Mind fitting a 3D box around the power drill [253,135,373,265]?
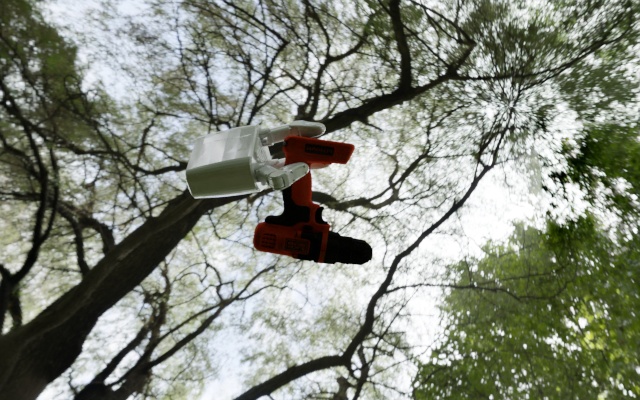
[{"bbox_3d":[0.000,0.002,0.719,0.184,0.187,0.057,9,6,-4],"label":"power drill"}]
